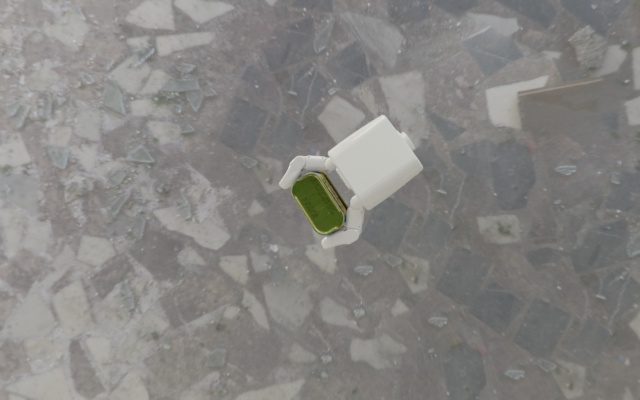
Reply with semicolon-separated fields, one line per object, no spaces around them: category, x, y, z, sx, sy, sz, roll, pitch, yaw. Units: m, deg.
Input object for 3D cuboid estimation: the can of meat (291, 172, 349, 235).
can of meat;0.000;0.002;0.753;0.057;0.102;0.084;-33;0;7
